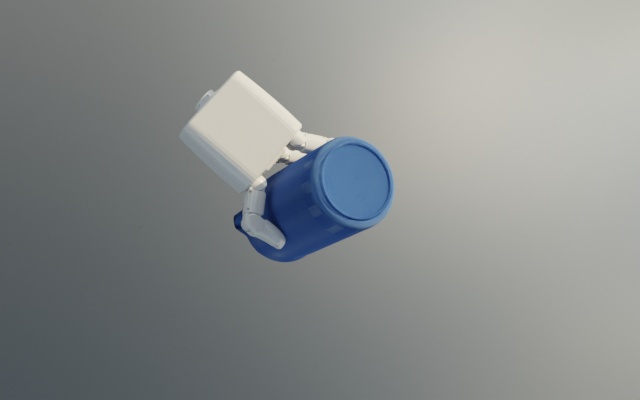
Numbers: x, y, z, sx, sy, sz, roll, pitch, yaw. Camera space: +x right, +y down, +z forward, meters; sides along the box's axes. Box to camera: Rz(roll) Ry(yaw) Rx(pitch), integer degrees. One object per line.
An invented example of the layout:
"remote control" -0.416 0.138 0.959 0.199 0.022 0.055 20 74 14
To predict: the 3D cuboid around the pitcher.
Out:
"pitcher" 0.000 0.002 0.634 0.145 0.149 0.243 41 -26 -11
